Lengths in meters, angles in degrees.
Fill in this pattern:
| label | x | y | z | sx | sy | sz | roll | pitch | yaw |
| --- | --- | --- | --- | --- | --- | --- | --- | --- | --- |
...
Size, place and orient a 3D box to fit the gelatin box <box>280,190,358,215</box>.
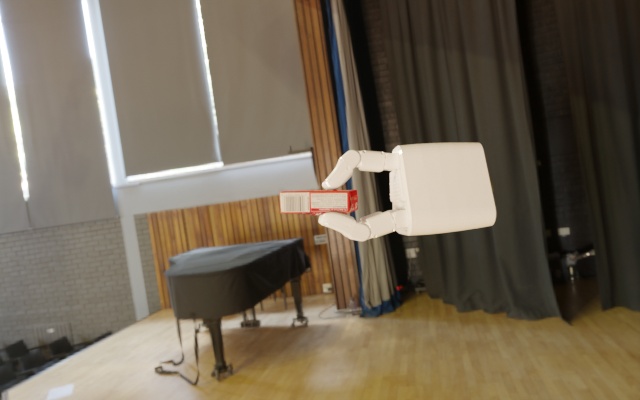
| label | x | y | z | sx | sy | sz | roll | pitch | yaw |
| --- | --- | --- | --- | --- | --- | --- | --- | --- | --- |
| gelatin box | 0.000 | 0.002 | 0.607 | 0.089 | 0.030 | 0.073 | 0 | 2 | 11 |
